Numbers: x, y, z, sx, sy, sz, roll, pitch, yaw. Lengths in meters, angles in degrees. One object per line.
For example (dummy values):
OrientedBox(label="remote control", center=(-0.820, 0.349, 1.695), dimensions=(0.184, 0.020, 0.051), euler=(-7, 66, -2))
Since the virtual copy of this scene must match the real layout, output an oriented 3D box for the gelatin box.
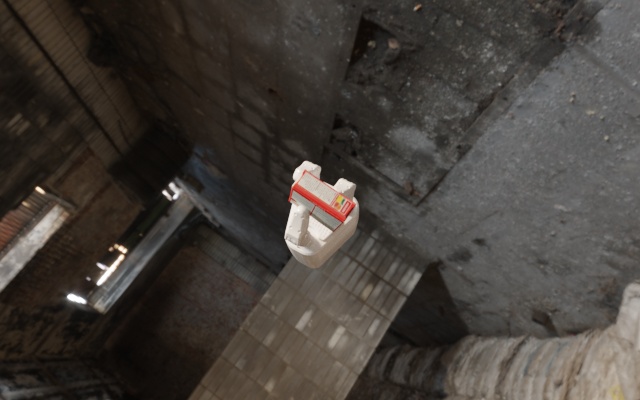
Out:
OrientedBox(label="gelatin box", center=(0.000, 0.002, 0.587), dimensions=(0.073, 0.030, 0.089), euler=(34, -12, 1))
